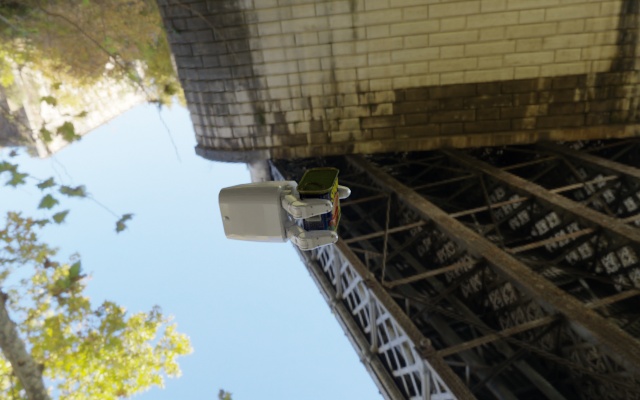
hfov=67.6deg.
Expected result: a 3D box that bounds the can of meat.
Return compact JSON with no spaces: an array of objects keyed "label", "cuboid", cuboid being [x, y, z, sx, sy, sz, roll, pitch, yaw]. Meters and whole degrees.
[{"label":"can of meat","cuboid":[0.000,0.003,0.778,0.057,0.084,0.102,-1,24,11]}]
